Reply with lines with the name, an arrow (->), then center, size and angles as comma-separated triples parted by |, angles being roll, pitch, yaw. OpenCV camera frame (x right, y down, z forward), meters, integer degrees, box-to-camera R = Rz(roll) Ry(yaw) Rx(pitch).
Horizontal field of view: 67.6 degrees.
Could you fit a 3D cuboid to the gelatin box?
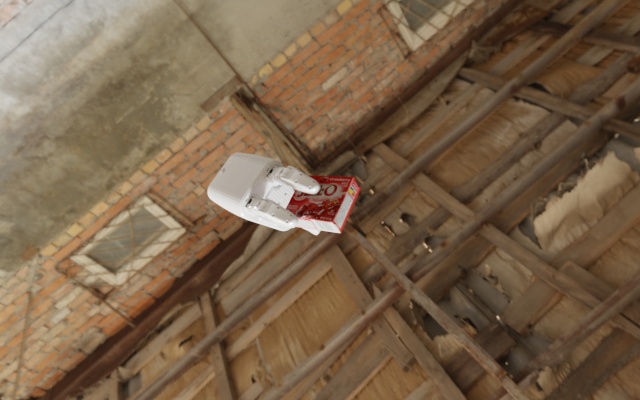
gelatin box -> 0.001, 0.002, 0.647 | 0.089, 0.073, 0.030 | 6, -32, 37
